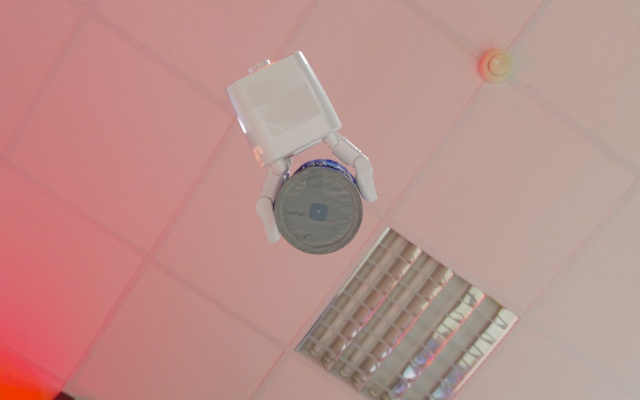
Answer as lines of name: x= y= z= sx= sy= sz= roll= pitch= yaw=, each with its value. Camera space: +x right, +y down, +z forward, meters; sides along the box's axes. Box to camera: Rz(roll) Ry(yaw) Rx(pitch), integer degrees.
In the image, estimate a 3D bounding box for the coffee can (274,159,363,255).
coffee can: x=0.000 y=0.002 z=0.616 sx=0.103 sy=0.103 sz=0.140 roll=0 pitch=9 yaw=2
